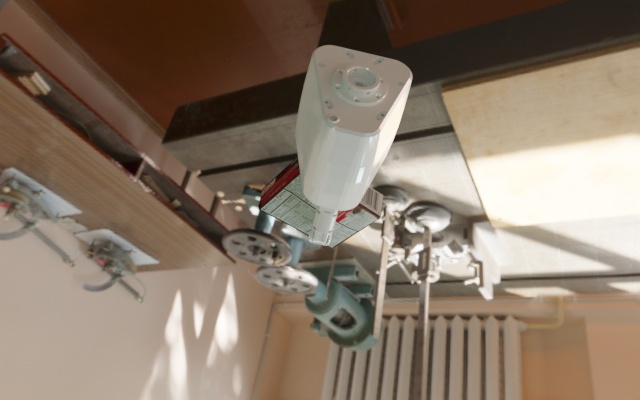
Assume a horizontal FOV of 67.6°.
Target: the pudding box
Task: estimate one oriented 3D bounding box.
[{"bbox_3d":[0.000,0.002,0.541,0.113,0.039,0.090,31,-43,-23],"label":"pudding box"}]
